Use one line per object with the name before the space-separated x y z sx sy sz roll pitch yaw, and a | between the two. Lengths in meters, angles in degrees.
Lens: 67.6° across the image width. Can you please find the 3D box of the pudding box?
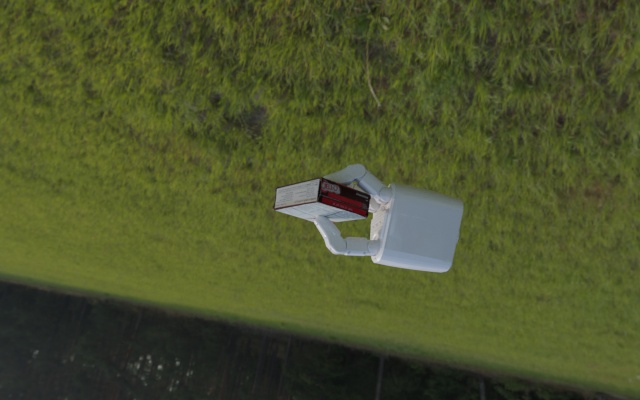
pudding box | 0.000 0.002 0.669 0.090 0.039 0.113 19 -19 -34
